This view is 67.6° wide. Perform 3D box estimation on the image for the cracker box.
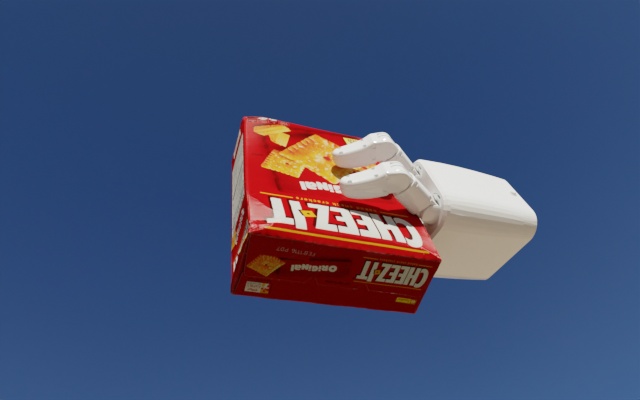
[{"bbox_3d":[0.000,0.002,0.463,0.164,0.072,0.213,9,31,-16],"label":"cracker box"}]
